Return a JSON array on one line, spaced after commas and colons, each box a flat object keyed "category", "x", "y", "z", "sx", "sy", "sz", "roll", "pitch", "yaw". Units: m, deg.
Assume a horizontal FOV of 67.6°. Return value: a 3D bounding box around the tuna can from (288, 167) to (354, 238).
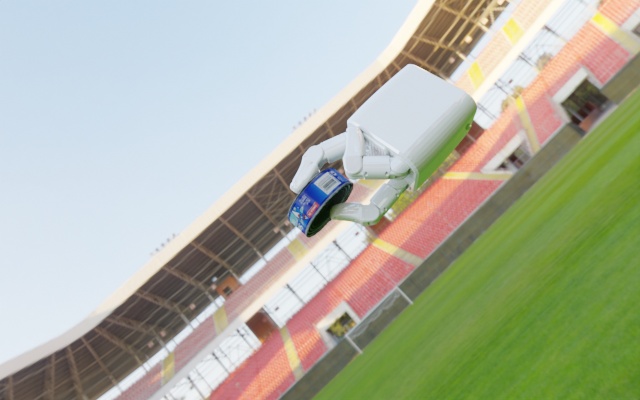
[{"category": "tuna can", "x": 0.000, "y": 0.002, "z": 0.580, "sx": 0.033, "sy": 0.086, "sz": 0.086, "roll": 40, "pitch": 11, "yaw": 14}]
